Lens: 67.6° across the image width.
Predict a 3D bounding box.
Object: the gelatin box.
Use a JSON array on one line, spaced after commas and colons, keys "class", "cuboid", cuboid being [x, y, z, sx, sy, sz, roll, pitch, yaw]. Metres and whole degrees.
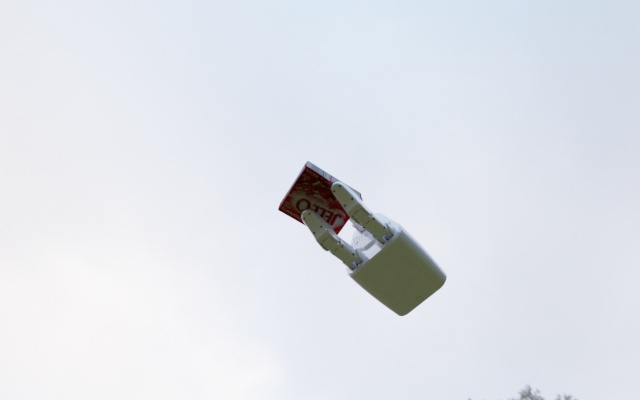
[{"class": "gelatin box", "cuboid": [0.000, 0.002, 0.635, 0.089, 0.073, 0.030, 31, 19, -9]}]
